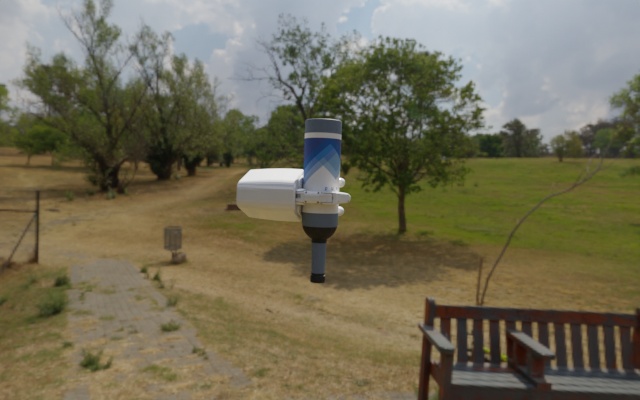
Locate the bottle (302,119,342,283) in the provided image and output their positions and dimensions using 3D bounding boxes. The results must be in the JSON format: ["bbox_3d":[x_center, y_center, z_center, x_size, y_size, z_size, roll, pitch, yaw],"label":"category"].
[{"bbox_3d":[0.000,0.003,0.872,0.069,0.296,0.069,2,2,0],"label":"bottle"}]
